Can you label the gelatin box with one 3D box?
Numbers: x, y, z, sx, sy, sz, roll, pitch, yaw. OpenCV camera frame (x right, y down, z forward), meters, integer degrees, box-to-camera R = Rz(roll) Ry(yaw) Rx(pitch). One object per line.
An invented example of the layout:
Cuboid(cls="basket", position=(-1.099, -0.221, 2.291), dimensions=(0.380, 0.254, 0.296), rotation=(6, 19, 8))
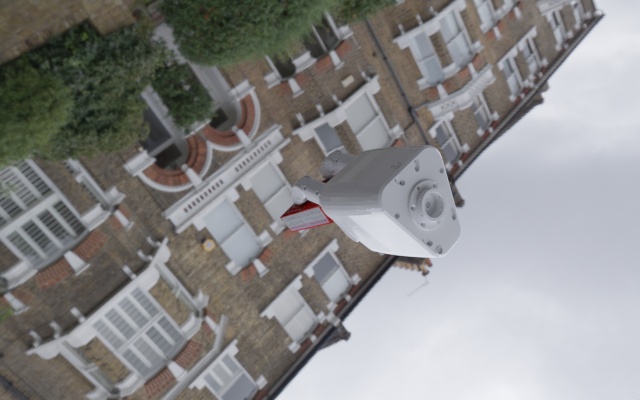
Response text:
Cuboid(cls="gelatin box", position=(0.000, 0.002, 0.611), dimensions=(0.089, 0.030, 0.073), rotation=(-18, 24, 51))
